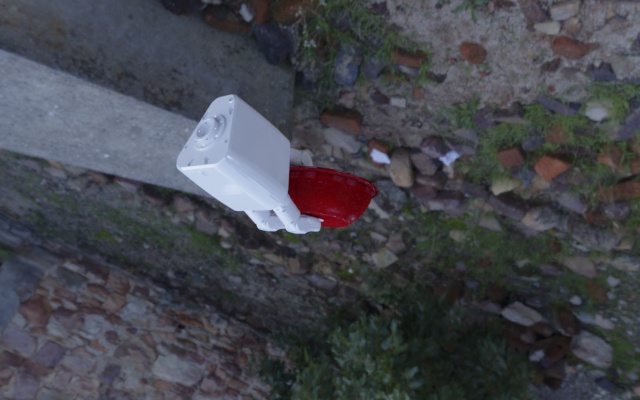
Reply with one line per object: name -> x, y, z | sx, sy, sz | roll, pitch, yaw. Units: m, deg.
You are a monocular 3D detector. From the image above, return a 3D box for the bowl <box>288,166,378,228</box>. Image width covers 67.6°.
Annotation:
bowl -> 0.001, 0.003, 0.689 | 0.162, 0.055, 0.162 | 8, -14, 2
